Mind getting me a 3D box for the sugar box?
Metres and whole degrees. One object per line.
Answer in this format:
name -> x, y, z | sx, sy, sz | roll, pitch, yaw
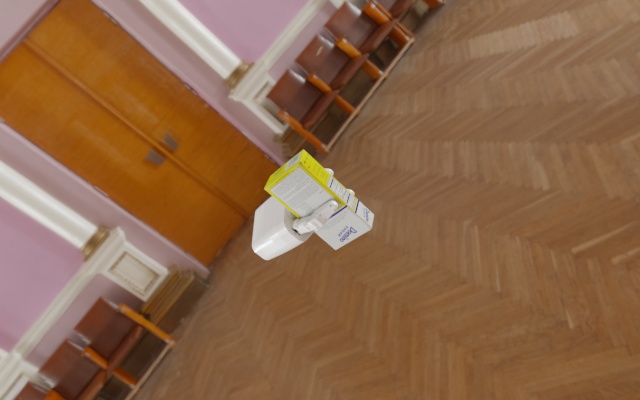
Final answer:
sugar box -> 0.000, 0.002, 0.826 | 0.176, 0.048, 0.093 | 41, -53, -21
